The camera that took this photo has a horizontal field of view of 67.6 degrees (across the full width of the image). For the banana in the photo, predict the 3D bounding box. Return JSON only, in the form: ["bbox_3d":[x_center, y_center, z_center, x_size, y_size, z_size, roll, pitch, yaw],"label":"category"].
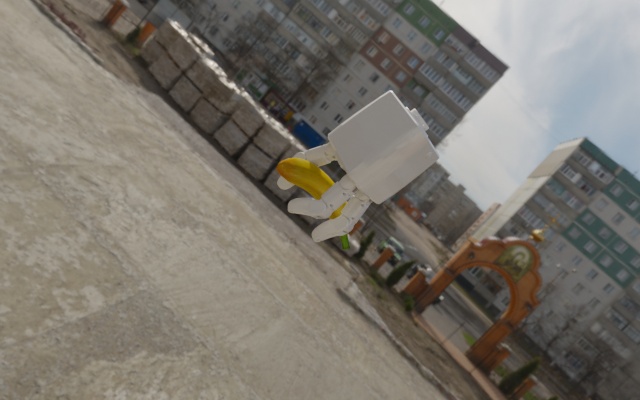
[{"bbox_3d":[0.001,-0.009,0.679,0.037,0.069,0.198,-24,-47,19],"label":"banana"}]
